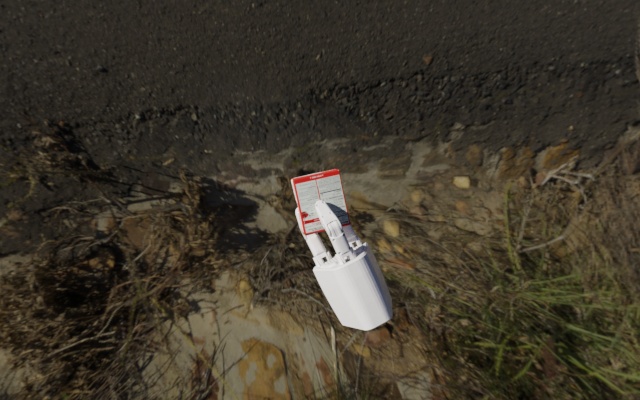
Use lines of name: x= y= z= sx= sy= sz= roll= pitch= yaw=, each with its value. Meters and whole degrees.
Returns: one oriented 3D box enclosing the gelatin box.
gelatin box: x=0.000 y=0.002 z=0.728 sx=0.073 sy=0.089 sz=0.030 roll=-13 pitch=6 yaw=-8
